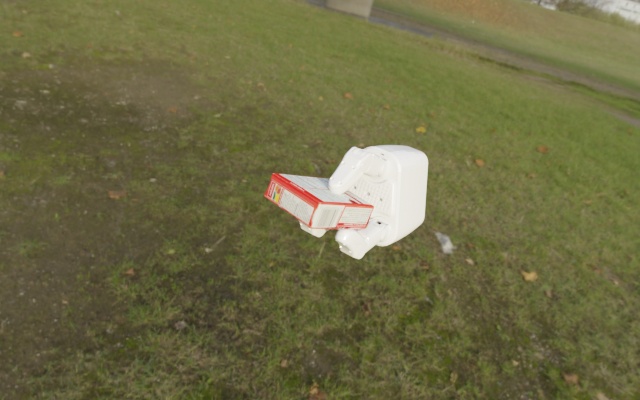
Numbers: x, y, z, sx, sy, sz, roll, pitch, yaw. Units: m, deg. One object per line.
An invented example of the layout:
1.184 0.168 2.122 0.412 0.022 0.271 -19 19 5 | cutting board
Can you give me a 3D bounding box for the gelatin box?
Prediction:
0.000 0.001 0.489 0.089 0.030 0.073 4 22 -48 | gelatin box
